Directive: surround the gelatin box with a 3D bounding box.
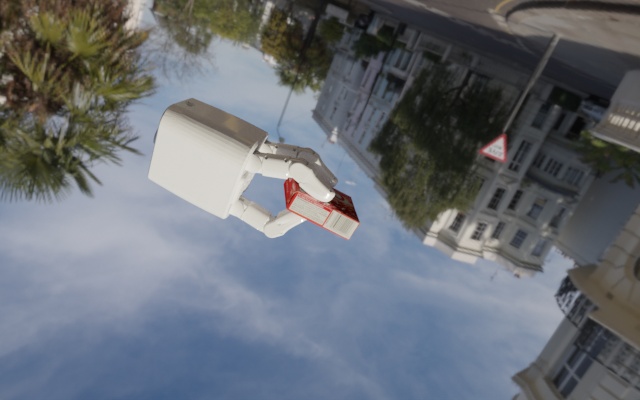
[{"bbox_3d":[0.000,0.002,0.579,0.089,0.030,0.073,27,19,-17],"label":"gelatin box"}]
